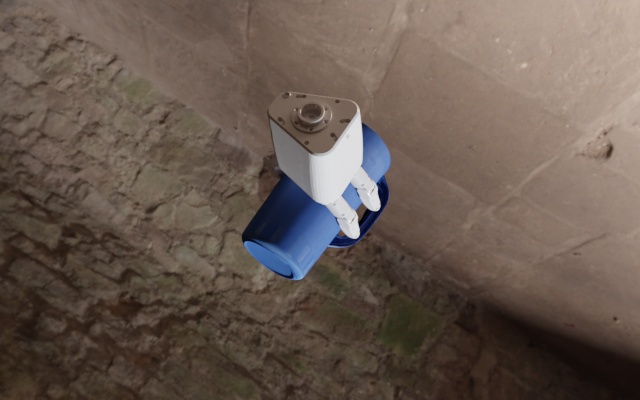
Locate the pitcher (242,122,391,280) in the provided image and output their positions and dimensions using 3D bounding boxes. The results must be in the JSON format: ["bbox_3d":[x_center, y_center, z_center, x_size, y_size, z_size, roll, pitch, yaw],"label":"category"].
[{"bbox_3d":[0.000,0.002,0.725,0.149,0.242,0.145,28,-25,19],"label":"pitcher"}]
